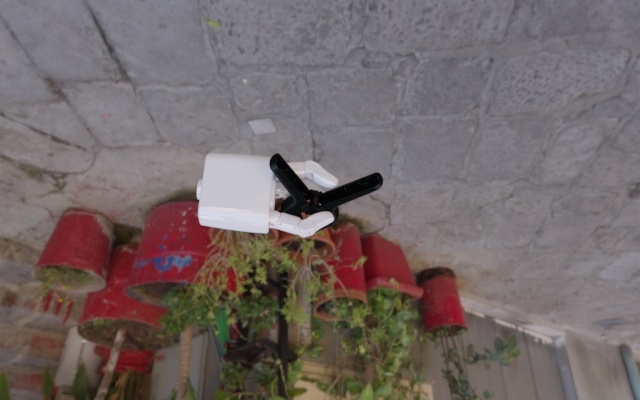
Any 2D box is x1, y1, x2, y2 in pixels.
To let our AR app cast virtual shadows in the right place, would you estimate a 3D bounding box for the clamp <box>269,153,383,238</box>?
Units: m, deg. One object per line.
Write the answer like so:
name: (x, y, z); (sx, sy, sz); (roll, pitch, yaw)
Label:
clamp: (0.000, 0.003, 0.749); (0.164, 0.036, 0.210); (7, -31, -3)
